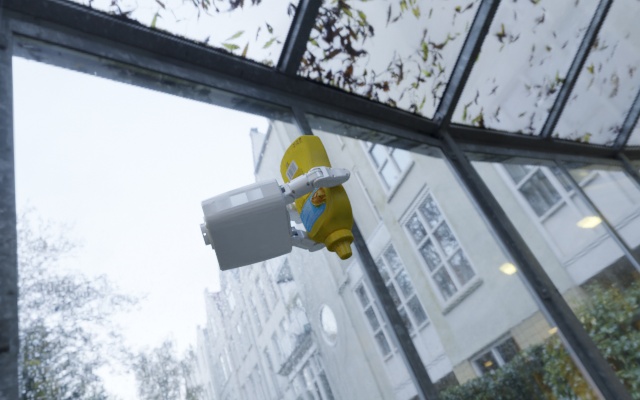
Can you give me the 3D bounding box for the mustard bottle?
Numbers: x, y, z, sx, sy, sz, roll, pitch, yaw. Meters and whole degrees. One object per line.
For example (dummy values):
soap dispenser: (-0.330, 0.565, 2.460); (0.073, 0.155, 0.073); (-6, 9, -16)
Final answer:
mustard bottle: (0.000, 0.002, 0.699); (0.058, 0.191, 0.096); (-3, -37, -33)
